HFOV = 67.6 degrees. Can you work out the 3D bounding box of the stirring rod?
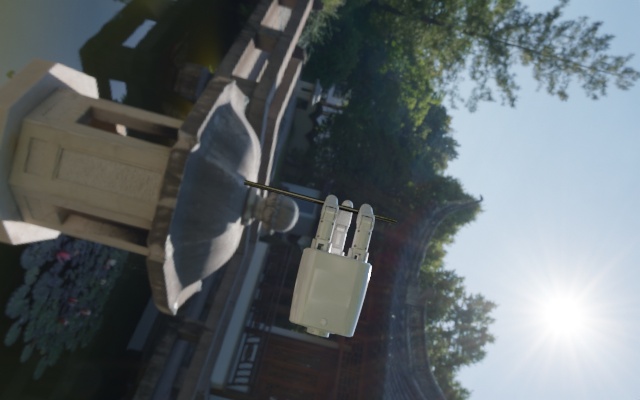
[{"bbox_3d":[0.000,0.002,0.735,0.239,0.011,0.011,15,-1,-2],"label":"stirring rod"}]
